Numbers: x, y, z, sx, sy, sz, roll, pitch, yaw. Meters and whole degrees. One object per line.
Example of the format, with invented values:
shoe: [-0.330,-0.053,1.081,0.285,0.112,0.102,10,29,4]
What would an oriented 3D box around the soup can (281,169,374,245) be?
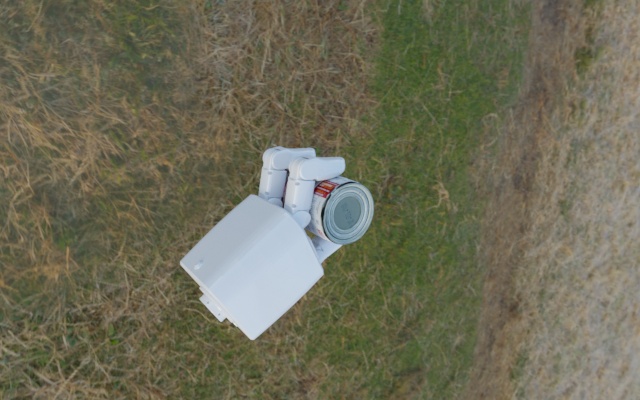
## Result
soup can: [0.001,0.002,0.518,0.068,0.068,0.102,0,14,-36]
